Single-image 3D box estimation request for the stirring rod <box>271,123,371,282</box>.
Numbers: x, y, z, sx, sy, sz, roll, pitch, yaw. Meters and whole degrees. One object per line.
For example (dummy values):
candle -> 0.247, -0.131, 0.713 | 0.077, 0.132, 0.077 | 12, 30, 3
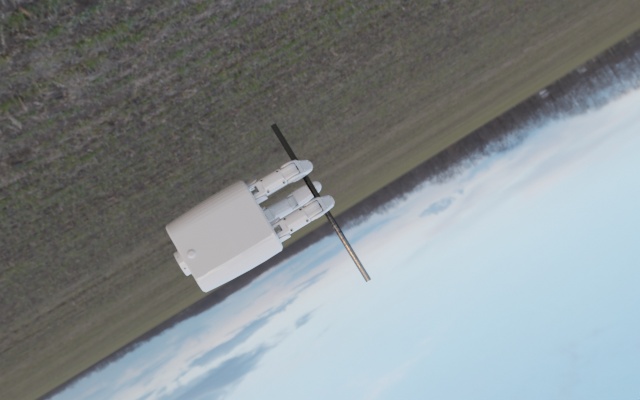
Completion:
stirring rod -> 0.000, 0.002, 0.629 | 0.011, 0.239, 0.011 | -31, -3, -2
